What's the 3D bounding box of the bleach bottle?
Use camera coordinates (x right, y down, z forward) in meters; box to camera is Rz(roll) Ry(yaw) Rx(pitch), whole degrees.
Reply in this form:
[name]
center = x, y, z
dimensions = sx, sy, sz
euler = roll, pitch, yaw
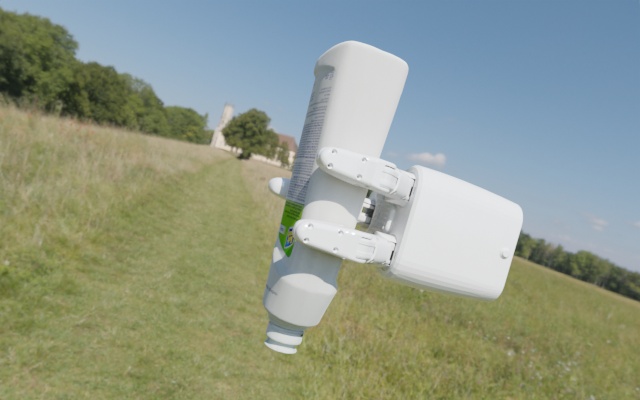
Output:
[bleach bottle]
center = 0.000, 0.001, 0.407
dimensions = 0.068, 0.251, 0.102
euler = 17, -1, -15
